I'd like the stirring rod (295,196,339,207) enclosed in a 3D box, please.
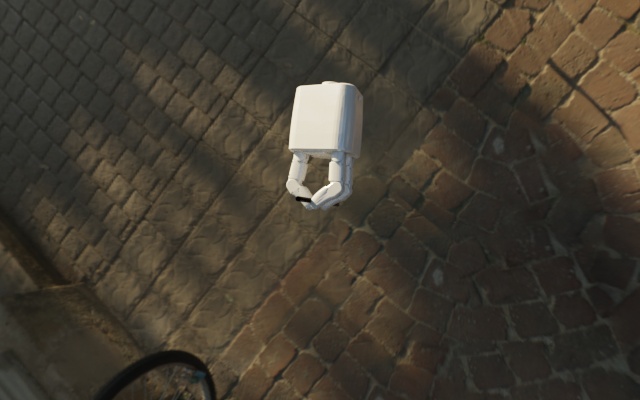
[{"bbox_3d":[0.000,0.003,0.806,0.011,0.011,0.239,0,-2,16],"label":"stirring rod"}]
